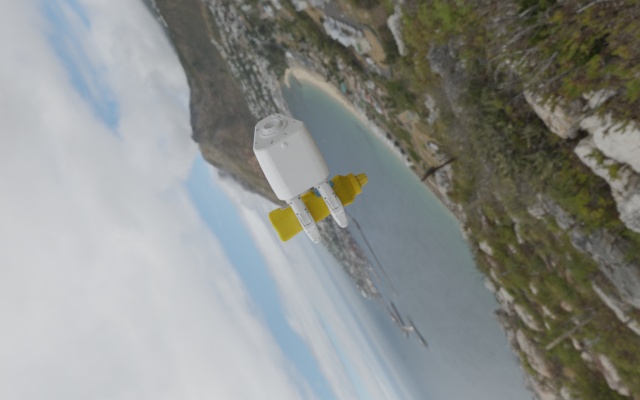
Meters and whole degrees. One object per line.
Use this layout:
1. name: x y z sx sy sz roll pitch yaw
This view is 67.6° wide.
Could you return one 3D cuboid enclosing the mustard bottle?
1. mustard bottle: 0.000 0.003 0.870 0.191 0.058 0.096 -30 11 -3
